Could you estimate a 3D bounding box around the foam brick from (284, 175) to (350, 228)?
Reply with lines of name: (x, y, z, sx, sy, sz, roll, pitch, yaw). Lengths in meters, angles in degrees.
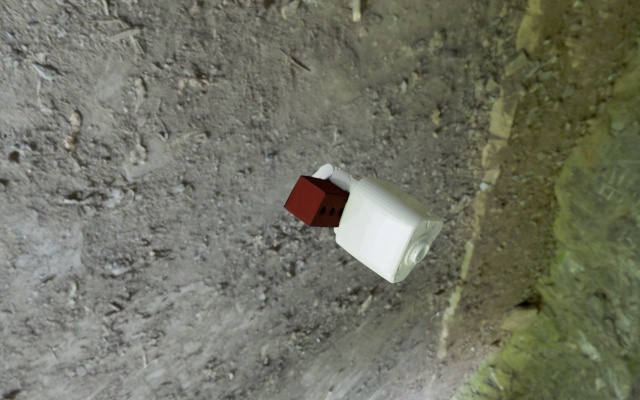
foam brick: (0.000, 0.002, 0.661, 0.051, 0.053, 0.078, 37, 18, 31)
